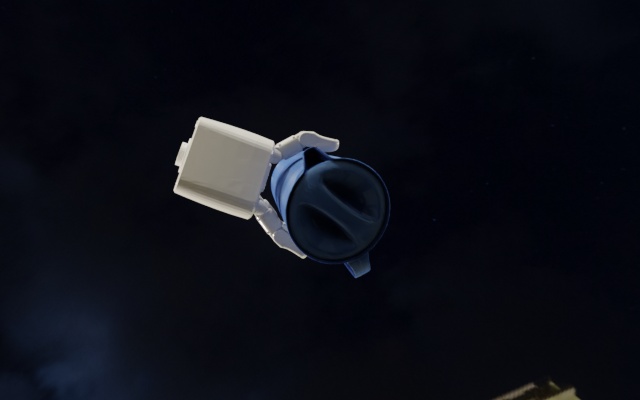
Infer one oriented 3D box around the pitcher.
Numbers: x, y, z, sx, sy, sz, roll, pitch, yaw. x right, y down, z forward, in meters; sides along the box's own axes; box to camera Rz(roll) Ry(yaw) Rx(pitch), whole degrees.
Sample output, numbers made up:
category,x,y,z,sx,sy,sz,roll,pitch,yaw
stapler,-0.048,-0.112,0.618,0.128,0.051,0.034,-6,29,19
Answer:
category,x,y,z,sx,sy,sz,roll,pitch,yaw
pitcher,0.000,0.002,0.693,0.145,0.149,0.242,17,6,-16
